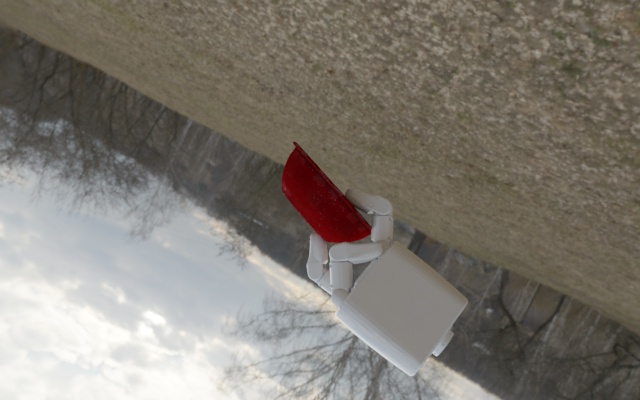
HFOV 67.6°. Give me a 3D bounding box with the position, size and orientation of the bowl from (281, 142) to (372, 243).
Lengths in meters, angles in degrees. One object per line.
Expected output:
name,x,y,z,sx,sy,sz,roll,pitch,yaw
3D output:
bowl,-0.001,0.001,0.614,0.055,0.162,0.162,-41,-1,1
